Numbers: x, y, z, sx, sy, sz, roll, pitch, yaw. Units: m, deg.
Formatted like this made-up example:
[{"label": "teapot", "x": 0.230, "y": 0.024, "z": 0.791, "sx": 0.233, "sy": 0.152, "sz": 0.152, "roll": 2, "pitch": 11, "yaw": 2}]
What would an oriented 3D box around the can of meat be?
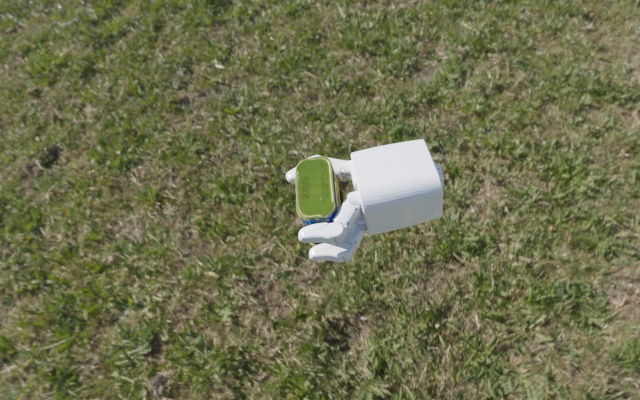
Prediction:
[{"label": "can of meat", "x": 0.000, "y": 0.002, "z": 0.658, "sx": 0.057, "sy": 0.102, "sz": 0.084, "roll": -9, "pitch": -32, "yaw": 7}]
